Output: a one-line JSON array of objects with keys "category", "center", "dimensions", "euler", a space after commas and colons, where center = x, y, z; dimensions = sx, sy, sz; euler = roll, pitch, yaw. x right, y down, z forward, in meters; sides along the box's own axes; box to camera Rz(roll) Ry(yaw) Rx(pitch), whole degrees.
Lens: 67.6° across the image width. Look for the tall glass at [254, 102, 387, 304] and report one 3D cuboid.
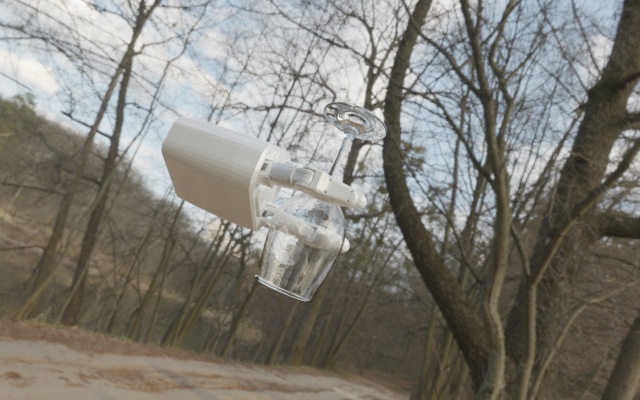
[{"category": "tall glass", "center": [0.000, 0.001, 0.497], "dimensions": [0.079, 0.201, 0.079], "euler": [21, -15, 6]}]
